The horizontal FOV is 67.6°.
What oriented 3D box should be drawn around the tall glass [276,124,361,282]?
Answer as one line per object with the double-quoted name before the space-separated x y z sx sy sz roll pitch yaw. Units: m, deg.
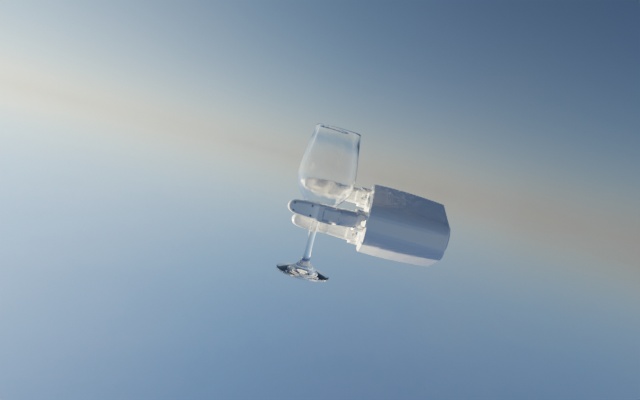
"tall glass" 0.000 0.003 0.642 0.079 0.201 0.079 14 5 -1
